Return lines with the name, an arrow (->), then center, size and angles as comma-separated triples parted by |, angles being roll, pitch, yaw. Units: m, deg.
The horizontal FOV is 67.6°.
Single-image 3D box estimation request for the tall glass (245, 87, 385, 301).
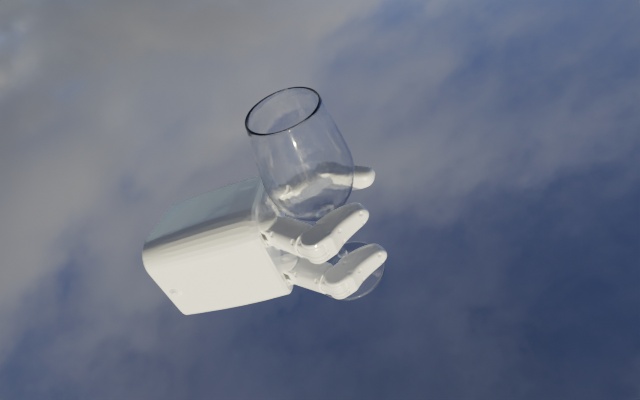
tall glass -> 0.000, 0.002, 0.425 | 0.079, 0.201, 0.079 | -13, 41, 11
